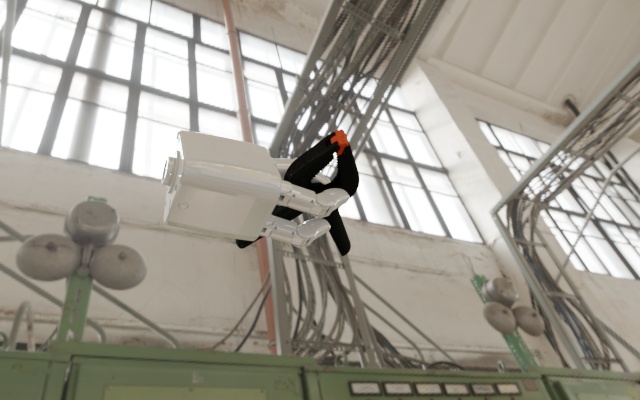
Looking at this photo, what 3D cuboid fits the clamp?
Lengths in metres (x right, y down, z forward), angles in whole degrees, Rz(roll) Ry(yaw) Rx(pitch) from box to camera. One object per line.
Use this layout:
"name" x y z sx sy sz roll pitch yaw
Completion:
"clamp" 0.000 0.001 0.611 0.164 0.036 0.210 11 -48 -25
